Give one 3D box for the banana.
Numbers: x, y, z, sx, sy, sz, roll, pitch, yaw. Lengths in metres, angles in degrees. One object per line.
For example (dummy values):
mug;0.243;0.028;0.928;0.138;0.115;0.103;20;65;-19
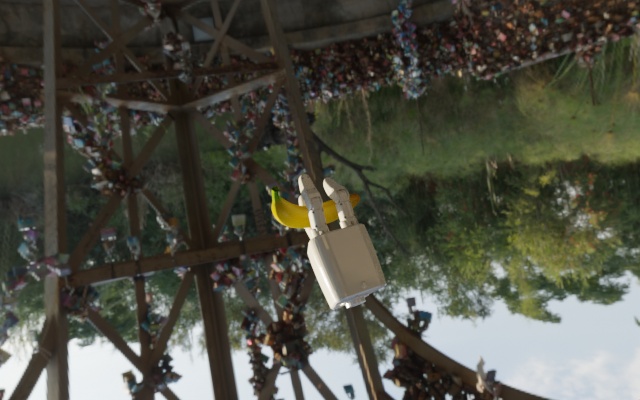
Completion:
banana;-0.012;0.016;0.805;0.198;0.070;0.037;2;42;-45
